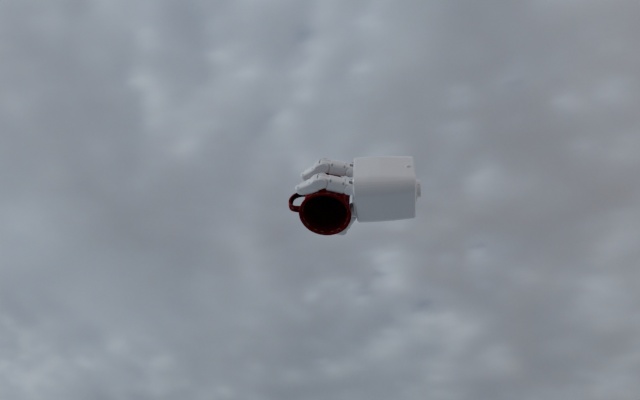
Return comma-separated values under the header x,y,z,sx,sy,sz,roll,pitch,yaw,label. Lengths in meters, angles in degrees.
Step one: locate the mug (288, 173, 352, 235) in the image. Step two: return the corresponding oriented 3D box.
x,y,z,sx,sy,sz,roll,pitch,yaw,label
-0.001,0.003,0.872,0.117,0.093,0.081,-1,35,8,mug
